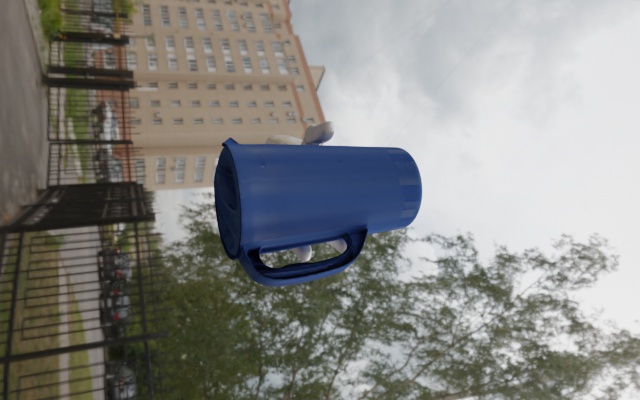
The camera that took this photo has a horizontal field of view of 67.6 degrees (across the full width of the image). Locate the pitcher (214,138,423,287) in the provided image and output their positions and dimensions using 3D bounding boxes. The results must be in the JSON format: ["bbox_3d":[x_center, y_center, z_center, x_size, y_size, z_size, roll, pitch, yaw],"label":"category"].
[{"bbox_3d":[0.000,0.002,0.580,0.243,0.149,0.145,-5,16,-23],"label":"pitcher"}]
